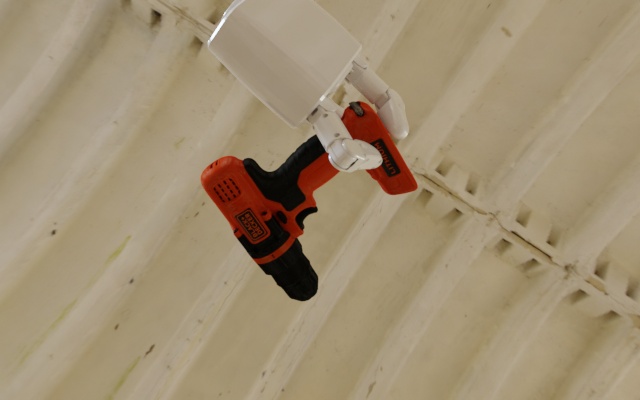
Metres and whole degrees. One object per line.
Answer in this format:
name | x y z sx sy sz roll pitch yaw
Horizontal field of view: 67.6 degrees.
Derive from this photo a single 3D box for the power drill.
power drill | 0.000 0.001 0.490 0.187 0.184 0.057 -31 24 5
